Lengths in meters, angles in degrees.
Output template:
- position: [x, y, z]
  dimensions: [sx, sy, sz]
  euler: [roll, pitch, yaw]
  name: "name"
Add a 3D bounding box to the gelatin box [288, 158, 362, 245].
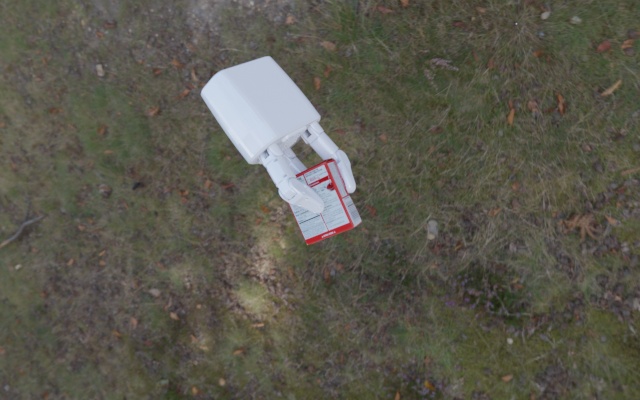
- position: [0.000, 0.002, 0.595]
  dimensions: [0.073, 0.089, 0.030]
  euler: [-24, 1, 30]
  name: "gelatin box"
